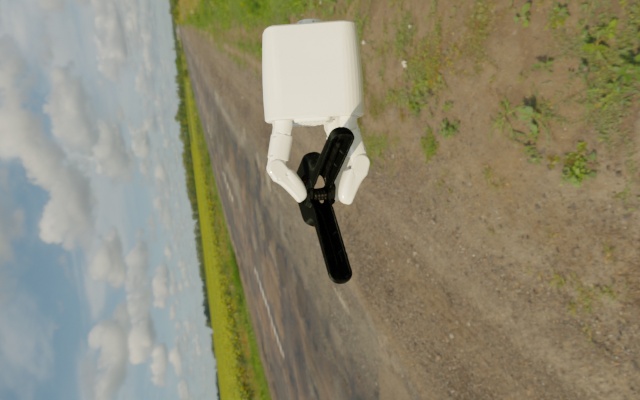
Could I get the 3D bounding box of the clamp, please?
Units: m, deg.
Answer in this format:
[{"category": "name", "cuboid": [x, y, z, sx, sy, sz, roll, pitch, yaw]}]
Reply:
[{"category": "clamp", "cuboid": [-0.001, 0.002, 0.576, 0.036, 0.164, 0.210, -2, 4, -14]}]
